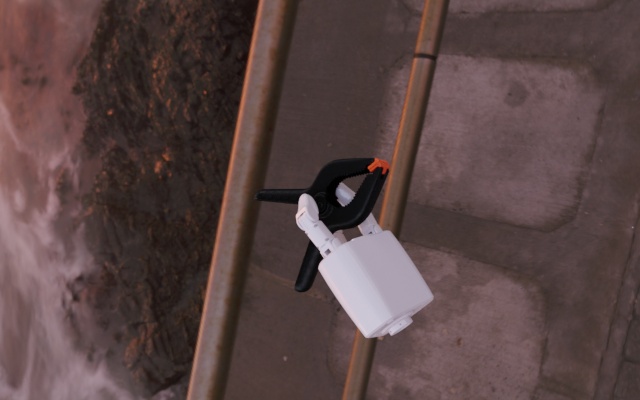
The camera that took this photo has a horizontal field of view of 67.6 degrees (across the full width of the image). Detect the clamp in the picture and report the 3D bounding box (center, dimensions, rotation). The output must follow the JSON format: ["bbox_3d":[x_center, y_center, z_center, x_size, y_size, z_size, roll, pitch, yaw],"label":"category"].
[{"bbox_3d":[0.000,0.002,0.651,0.210,0.164,0.036,-44,-24,23],"label":"clamp"}]
